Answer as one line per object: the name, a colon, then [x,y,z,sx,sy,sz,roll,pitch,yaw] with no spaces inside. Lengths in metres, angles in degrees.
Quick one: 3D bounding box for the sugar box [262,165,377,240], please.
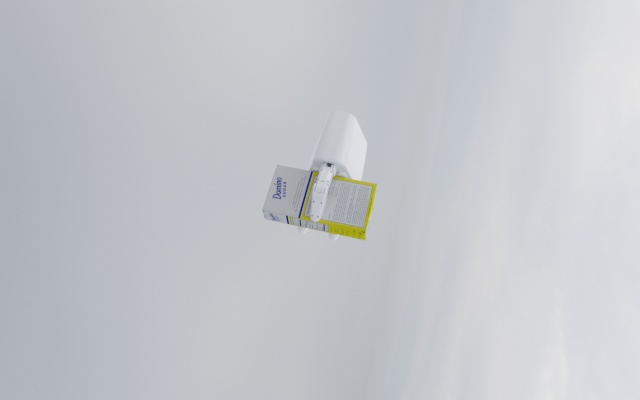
sugar box: [0.000,0.003,0.806,0.176,0.093,0.048,11,-26,10]
